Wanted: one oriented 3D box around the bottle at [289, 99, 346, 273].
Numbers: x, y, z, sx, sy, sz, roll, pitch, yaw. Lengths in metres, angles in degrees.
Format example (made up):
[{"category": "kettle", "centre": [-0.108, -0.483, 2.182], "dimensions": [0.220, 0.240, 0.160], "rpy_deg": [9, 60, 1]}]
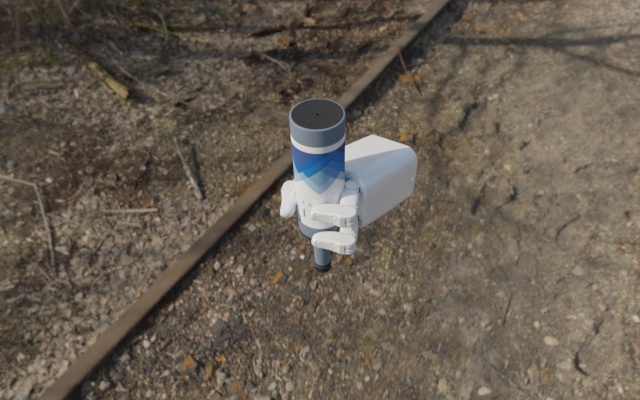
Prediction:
[{"category": "bottle", "centre": [0.000, 0.002, 0.664], "dimensions": [0.069, 0.069, 0.296], "rpy_deg": [-1, -45, 1]}]
